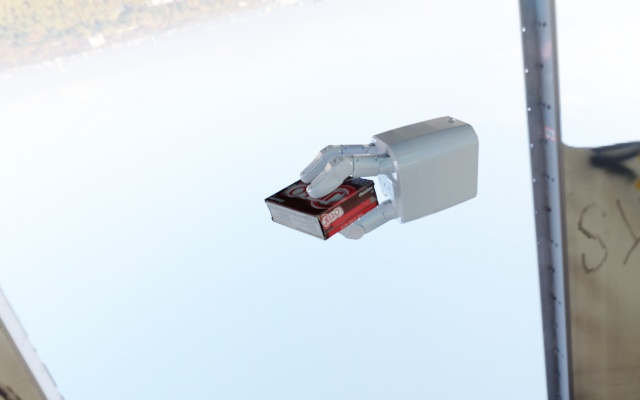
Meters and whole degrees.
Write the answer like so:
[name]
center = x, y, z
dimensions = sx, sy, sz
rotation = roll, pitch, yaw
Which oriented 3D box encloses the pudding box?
[pudding box]
center = 0.000, 0.002, 0.577
dimensions = 0.090, 0.039, 0.113
rotation = -31, 25, -31
